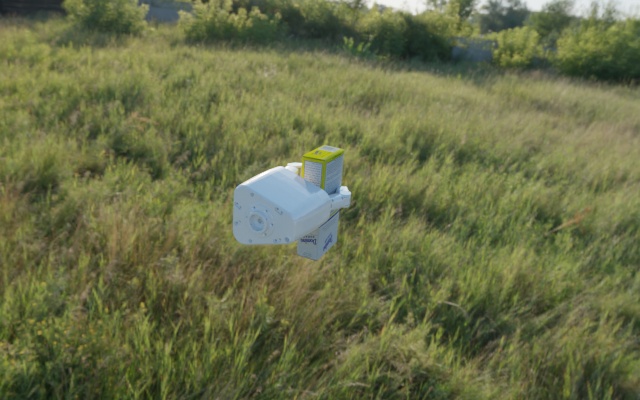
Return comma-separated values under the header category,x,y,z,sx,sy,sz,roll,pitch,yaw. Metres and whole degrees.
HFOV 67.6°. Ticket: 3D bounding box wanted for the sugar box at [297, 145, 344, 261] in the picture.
category,x,y,z,sx,sy,sz,roll,pitch,yaw
sugar box,0.000,0.002,0.808,0.048,0.176,0.093,15,22,20
